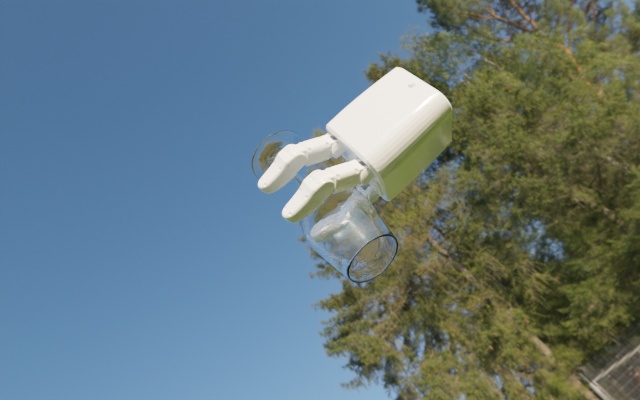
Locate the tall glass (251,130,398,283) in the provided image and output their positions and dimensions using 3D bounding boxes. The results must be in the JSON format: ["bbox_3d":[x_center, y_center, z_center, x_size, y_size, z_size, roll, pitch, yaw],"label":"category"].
[{"bbox_3d":[0.000,0.001,0.530,0.079,0.079,0.201,0,35,-39],"label":"tall glass"}]
